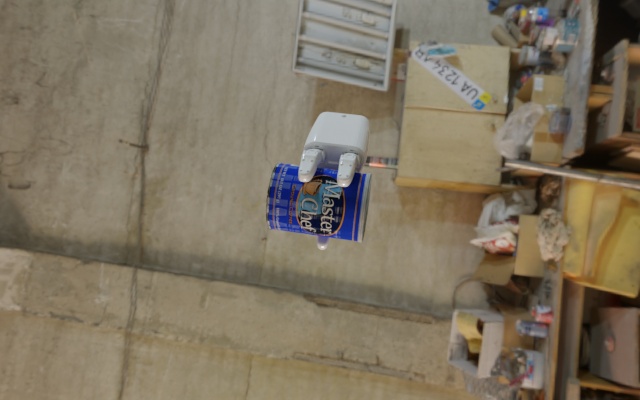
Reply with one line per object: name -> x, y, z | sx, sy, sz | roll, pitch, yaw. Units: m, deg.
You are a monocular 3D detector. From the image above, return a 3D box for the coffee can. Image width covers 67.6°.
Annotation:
coffee can -> 0.000, 0.003, 0.710 | 0.140, 0.103, 0.103 | 8, 1, 7
